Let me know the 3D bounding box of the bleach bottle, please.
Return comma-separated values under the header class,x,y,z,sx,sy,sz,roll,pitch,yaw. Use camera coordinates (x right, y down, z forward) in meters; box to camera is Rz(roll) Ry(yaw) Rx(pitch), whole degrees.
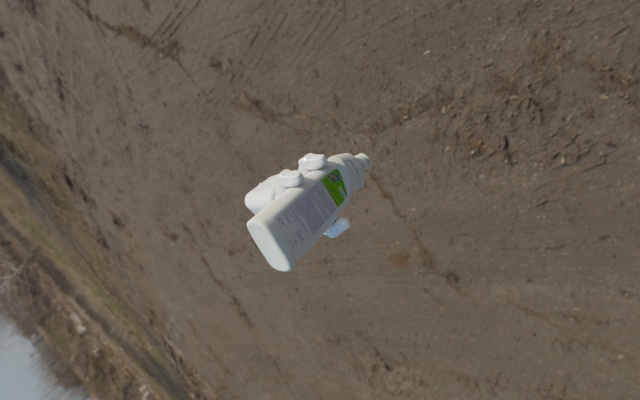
class,x,y,z,sx,sy,sz,roll,pitch,yaw
bleach bottle,0.000,0.003,0.799,0.250,0.102,0.068,-39,19,-31
